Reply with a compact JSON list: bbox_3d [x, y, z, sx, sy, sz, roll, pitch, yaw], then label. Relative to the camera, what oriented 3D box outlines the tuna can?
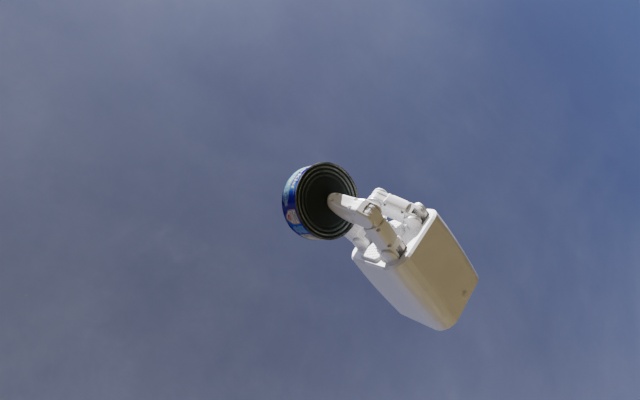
[{"bbox_3d":[0.000,0.002,0.534,0.086,0.086,0.034,0,-5,-35],"label":"tuna can"}]
